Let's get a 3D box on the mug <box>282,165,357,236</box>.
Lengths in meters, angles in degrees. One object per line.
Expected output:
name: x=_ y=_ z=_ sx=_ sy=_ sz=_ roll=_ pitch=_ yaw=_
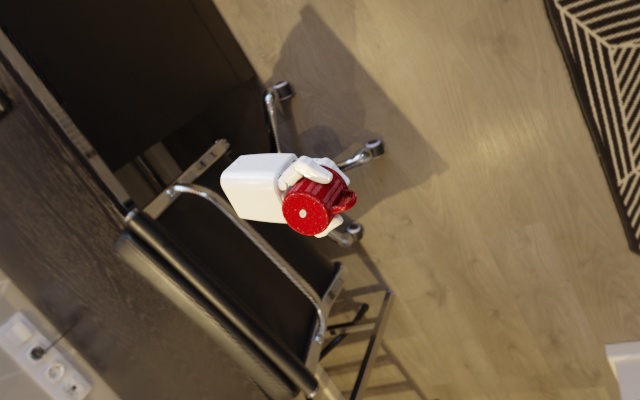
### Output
mug: x=0.001 y=0.003 z=0.758 sx=0.117 sy=0.093 sz=0.081 roll=2 pitch=32 yaw=23
